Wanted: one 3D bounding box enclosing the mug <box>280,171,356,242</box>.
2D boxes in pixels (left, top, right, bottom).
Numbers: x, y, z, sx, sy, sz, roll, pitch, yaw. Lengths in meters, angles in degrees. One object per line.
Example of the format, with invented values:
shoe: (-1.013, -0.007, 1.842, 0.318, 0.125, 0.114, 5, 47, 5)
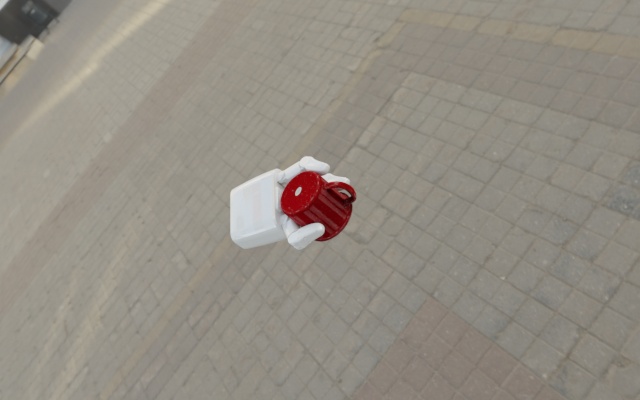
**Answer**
mug: (0.001, 0.002, 0.752, 0.117, 0.093, 0.081, -22, -43, 31)
